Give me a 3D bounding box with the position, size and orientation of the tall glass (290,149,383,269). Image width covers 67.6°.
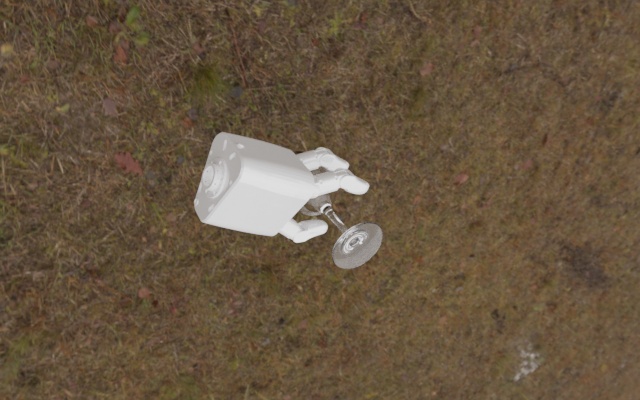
[{"bbox_3d":[0.001,0.003,0.665,0.079,0.079,0.201,0,34,-34],"label":"tall glass"}]
